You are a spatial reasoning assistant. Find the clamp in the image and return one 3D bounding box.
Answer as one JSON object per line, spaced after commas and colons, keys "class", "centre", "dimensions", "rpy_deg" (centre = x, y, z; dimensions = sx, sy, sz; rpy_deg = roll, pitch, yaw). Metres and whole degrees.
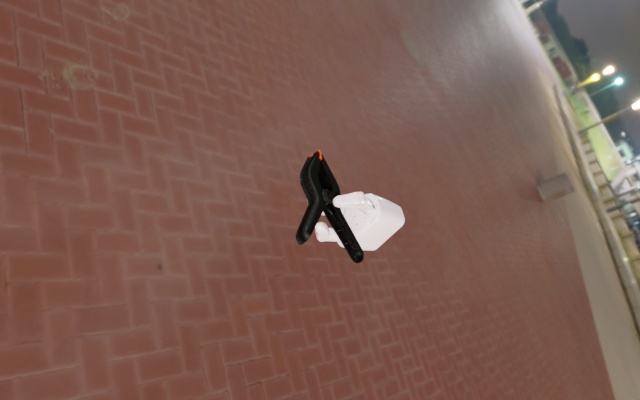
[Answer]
{"class": "clamp", "centre": [0.001, 0.002, 0.825], "dimensions": [0.036, 0.210, 0.164], "rpy_deg": [-28, -27, 30]}
